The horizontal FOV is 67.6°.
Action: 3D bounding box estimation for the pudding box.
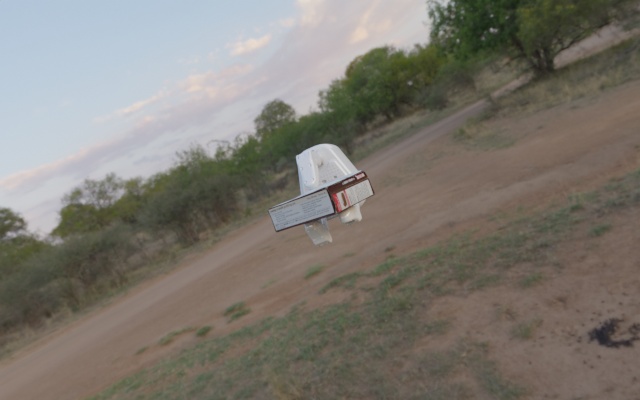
[{"bbox_3d":[0.000,0.002,0.626,0.113,0.039,0.090,-22,3,41],"label":"pudding box"}]
